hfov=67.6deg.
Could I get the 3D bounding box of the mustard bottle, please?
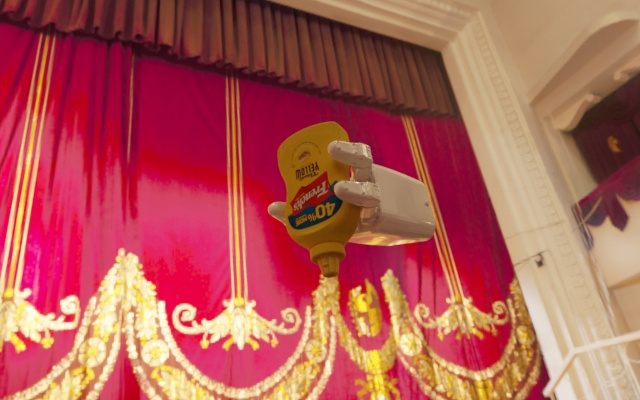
[{"bbox_3d":[0.000,0.002,0.587,0.096,0.191,0.058,-21,-30,23],"label":"mustard bottle"}]
